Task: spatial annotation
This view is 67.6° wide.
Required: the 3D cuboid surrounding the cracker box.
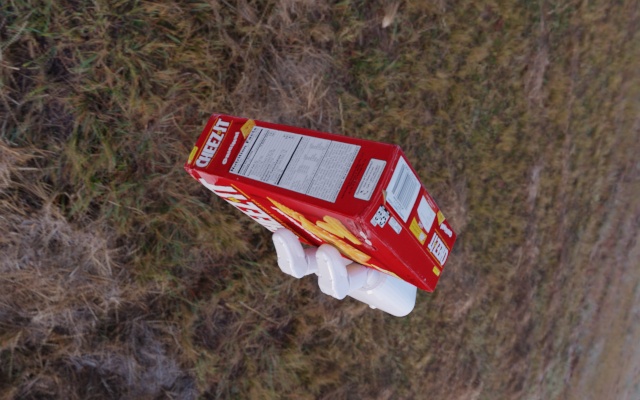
[{"bbox_3d":[0.000,0.001,0.454,0.213,0.072,0.164,16,-17,37],"label":"cracker box"}]
